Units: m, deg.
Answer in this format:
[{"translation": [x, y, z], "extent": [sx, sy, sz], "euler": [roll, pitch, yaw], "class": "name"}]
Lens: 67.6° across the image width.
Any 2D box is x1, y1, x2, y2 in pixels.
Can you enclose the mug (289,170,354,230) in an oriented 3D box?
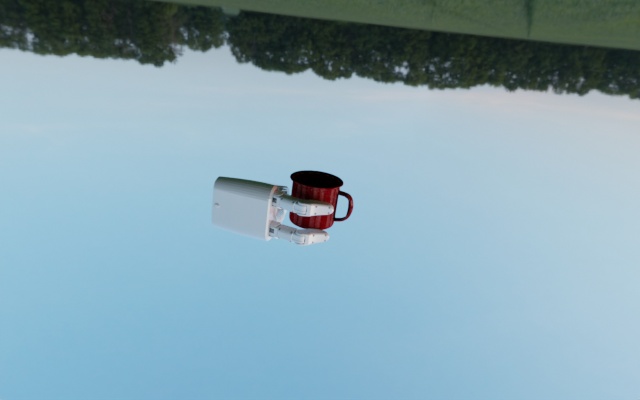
[{"translation": [0.002, 0.003, 0.830], "extent": [0.117, 0.081, 0.093], "euler": [13, 21, 13], "class": "mug"}]
